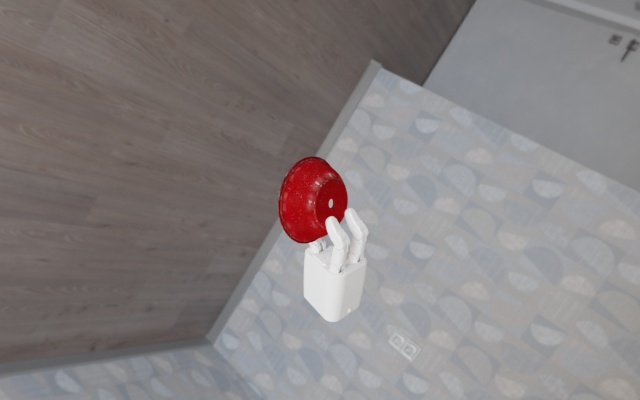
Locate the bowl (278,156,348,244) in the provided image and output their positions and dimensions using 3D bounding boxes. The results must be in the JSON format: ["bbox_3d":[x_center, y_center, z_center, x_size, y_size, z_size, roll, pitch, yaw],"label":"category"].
[{"bbox_3d":[0.000,0.002,0.854,0.055,0.162,0.162,10,6,41],"label":"bowl"}]
